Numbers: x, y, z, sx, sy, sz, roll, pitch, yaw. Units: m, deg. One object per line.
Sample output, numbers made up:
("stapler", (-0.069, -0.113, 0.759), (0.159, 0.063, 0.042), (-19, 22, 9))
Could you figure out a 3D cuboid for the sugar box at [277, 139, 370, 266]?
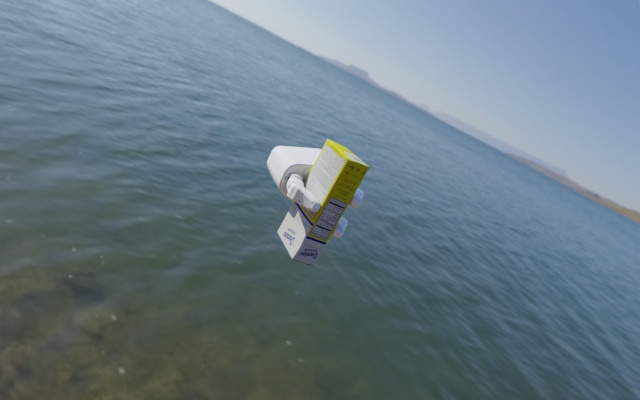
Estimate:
("sugar box", (0.001, 0.002, 0.739), (0.048, 0.176, 0.093), (19, 17, -28))
